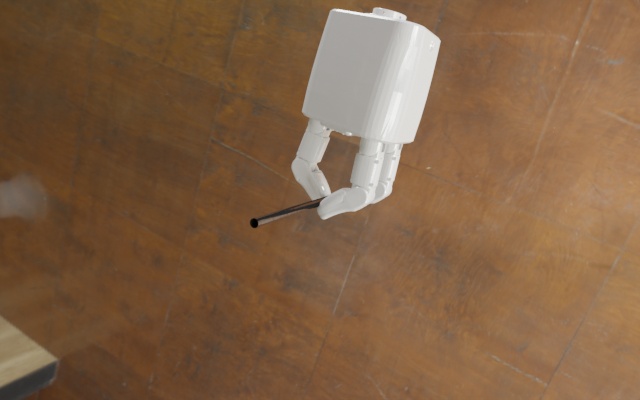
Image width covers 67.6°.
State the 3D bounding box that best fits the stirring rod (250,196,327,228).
[{"bbox_3d":[0.000,0.001,0.483,0.011,0.011,0.239,0,8,26],"label":"stirring rod"}]
